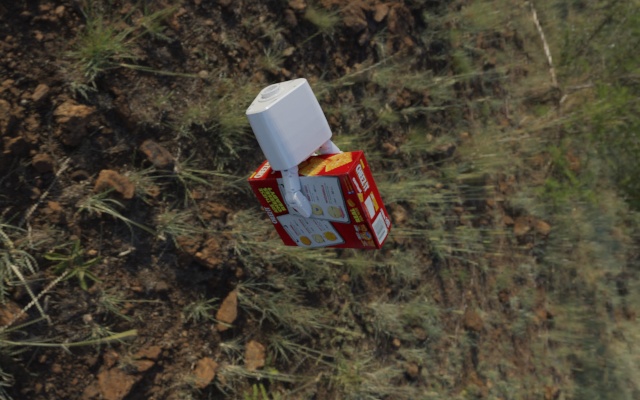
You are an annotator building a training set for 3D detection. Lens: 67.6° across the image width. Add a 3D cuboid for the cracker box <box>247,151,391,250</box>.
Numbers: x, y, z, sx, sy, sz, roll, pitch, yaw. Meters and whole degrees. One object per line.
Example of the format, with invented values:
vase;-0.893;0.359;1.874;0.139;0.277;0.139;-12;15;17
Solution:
cracker box;0.000;0.003;0.846;0.213;0.164;0.072;-2;38;36
